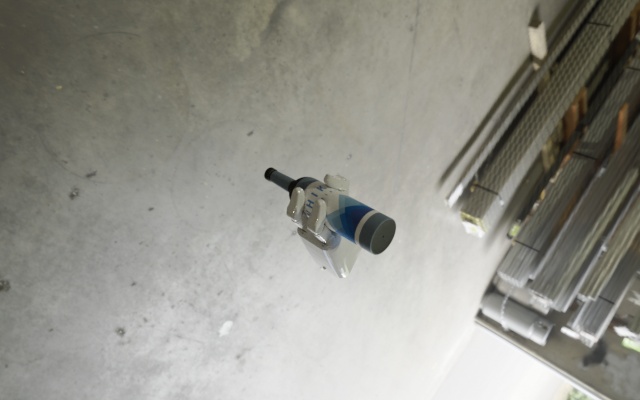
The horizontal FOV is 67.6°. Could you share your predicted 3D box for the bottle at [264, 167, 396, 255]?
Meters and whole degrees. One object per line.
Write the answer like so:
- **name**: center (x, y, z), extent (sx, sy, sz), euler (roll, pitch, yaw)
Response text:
- **bottle**: center (0.000, 0.003, 0.863), extent (0.295, 0.069, 0.069), euler (29, 18, 37)
